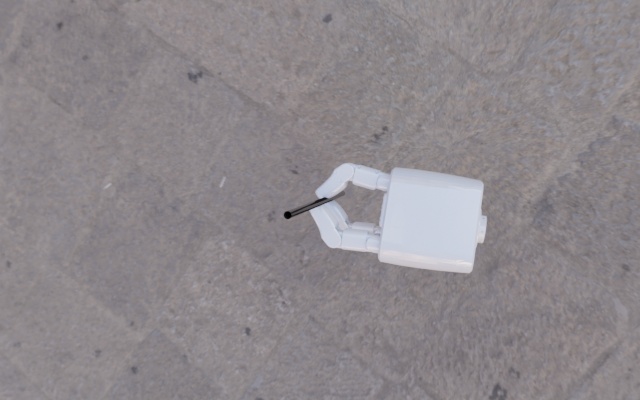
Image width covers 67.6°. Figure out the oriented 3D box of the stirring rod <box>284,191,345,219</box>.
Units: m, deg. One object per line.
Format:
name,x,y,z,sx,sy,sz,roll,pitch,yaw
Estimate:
stirring rod,0.000,0.002,0.573,0.011,0.011,0.239,0,6,15
